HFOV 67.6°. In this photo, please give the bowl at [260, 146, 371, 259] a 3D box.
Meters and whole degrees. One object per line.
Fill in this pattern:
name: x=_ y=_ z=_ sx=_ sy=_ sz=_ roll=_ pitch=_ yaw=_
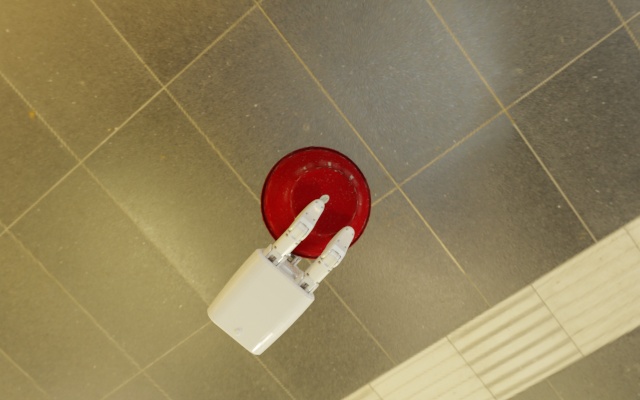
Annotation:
bowl: x=0.001 y=0.001 z=0.656 sx=0.162 sy=0.162 sz=0.055 roll=0 pitch=-2 yaw=-11
